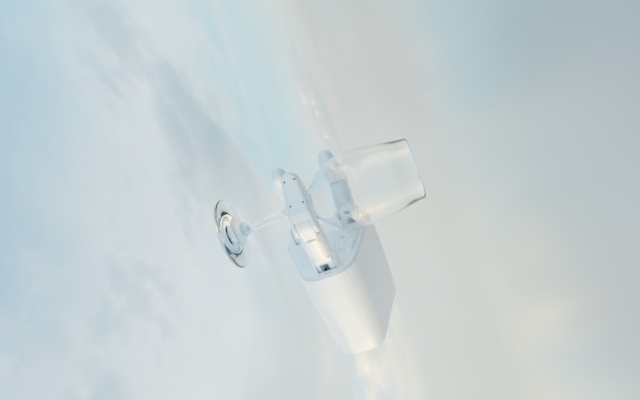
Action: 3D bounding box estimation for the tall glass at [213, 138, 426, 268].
[{"bbox_3d":[-0.001,0.002,0.479,0.201,0.079,0.079,-20,-4,10],"label":"tall glass"}]
